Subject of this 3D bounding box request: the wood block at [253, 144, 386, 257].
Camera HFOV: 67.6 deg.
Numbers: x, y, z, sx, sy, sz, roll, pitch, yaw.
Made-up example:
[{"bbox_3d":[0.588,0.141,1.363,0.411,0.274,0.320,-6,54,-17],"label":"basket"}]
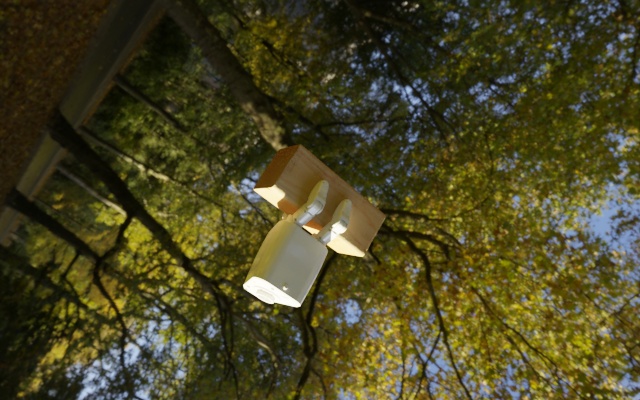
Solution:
[{"bbox_3d":[0.000,0.003,0.832,0.206,0.090,0.091,39,-18,-23],"label":"wood block"}]
